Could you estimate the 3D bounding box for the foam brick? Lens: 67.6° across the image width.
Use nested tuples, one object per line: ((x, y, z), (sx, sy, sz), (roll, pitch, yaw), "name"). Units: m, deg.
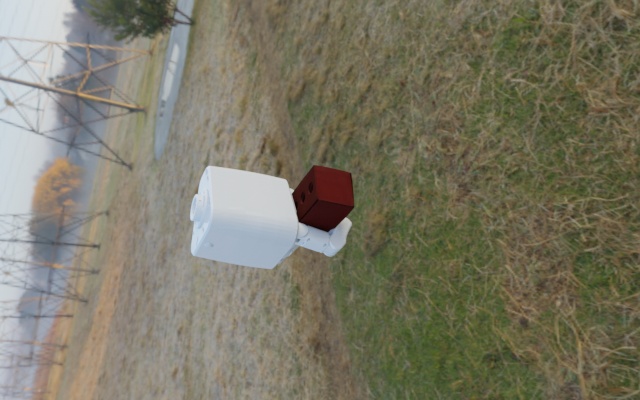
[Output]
((0.000, 0.002, 0.592), (0.051, 0.053, 0.078), (13, -38, -24), "foam brick")
